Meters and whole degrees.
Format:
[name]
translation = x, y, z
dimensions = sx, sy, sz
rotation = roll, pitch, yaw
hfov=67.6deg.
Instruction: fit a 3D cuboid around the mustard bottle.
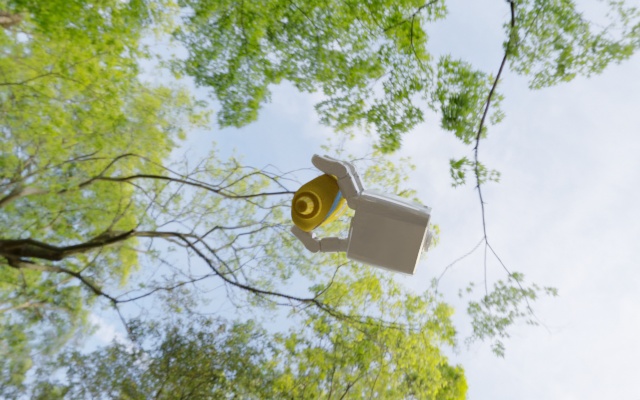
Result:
[mustard bottle]
translation = 0.000, 0.002, 0.743
dimensions = 0.058, 0.096, 0.191
rotation = 39, 13, 10
